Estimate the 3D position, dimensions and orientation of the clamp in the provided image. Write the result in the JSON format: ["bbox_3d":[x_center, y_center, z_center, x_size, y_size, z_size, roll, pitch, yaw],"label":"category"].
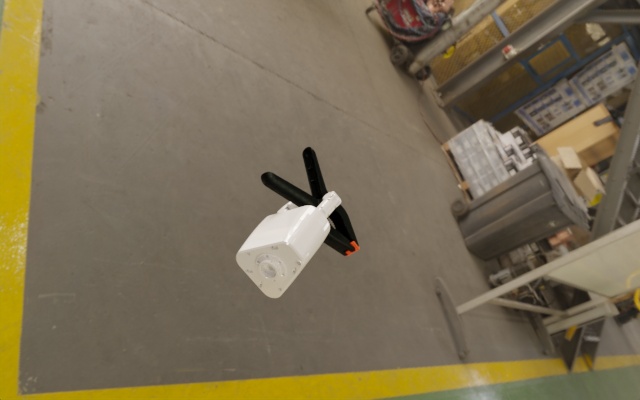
[{"bbox_3d":[0.001,0.003,0.844,0.036,0.210,0.164,-34,11,35],"label":"clamp"}]
